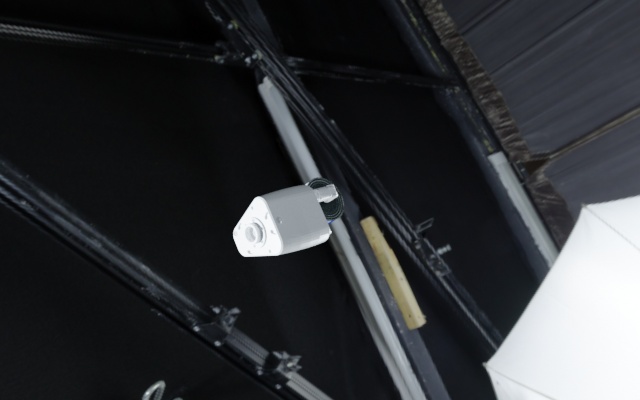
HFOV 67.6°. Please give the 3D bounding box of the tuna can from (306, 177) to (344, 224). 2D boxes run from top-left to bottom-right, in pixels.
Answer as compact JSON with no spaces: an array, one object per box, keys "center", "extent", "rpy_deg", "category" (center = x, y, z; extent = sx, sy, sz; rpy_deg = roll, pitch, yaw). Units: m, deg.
[{"center":[0.000,0.003,0.877],"extent":[0.086,0.086,0.034],"rpy_deg":[0,-25,-41],"category":"tuna can"}]
